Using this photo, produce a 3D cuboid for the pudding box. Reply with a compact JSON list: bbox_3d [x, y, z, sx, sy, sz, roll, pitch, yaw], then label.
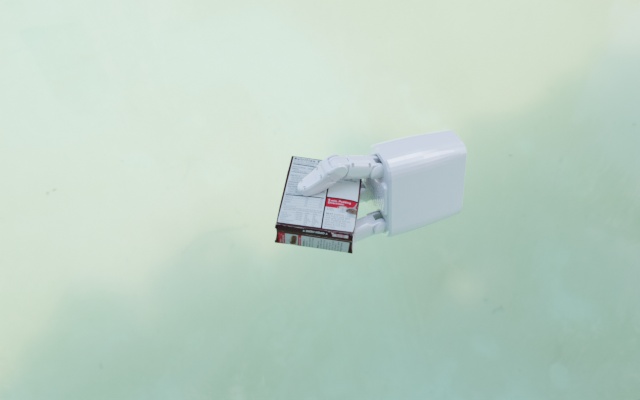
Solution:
[{"bbox_3d":[0.000,0.002,0.557,0.090,0.113,0.039,7,-43,4],"label":"pudding box"}]
